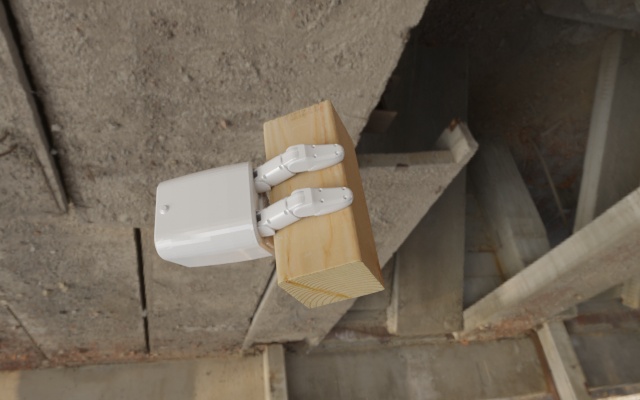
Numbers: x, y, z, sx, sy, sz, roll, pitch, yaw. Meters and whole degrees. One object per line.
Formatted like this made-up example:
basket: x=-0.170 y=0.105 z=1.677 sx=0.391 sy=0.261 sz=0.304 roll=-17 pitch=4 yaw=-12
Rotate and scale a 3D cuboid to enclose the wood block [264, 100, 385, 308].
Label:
wood block: x=0.000 y=0.002 z=0.539 sx=0.090 sy=0.206 sz=0.091 roll=-17 pitch=-32 yaw=13
